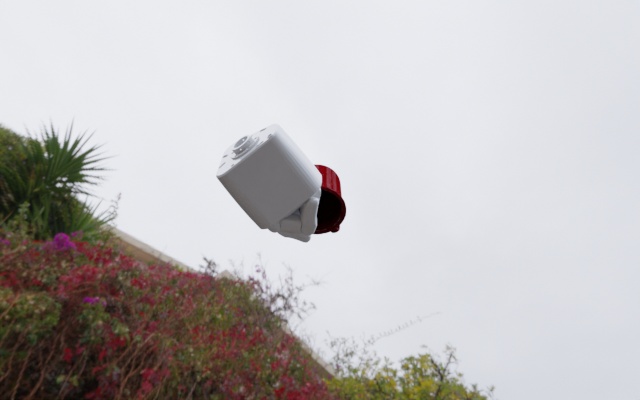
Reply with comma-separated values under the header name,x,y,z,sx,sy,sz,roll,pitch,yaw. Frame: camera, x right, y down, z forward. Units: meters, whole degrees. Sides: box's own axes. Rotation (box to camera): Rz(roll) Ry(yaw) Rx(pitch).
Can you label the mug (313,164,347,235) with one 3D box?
name,x,y,z,sx,sy,sz,roll,pitch,yaw
mug,0.001,0.003,0.779,0.093,0.117,0.081,-28,30,17
